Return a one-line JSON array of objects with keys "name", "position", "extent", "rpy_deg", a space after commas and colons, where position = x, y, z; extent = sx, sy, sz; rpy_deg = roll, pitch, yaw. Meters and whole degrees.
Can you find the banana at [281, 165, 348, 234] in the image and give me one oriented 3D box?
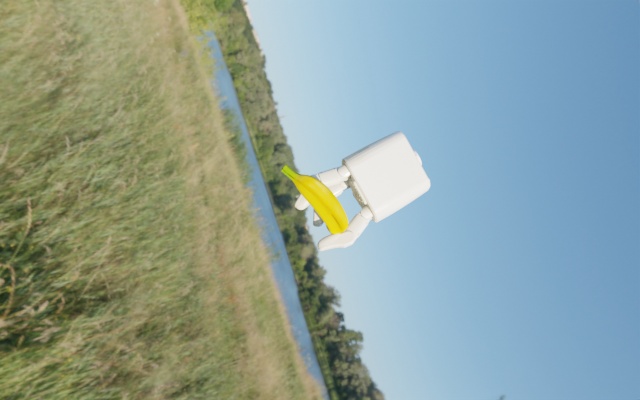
[{"name": "banana", "position": [0.009, 0.011, 0.722], "extent": [0.069, 0.037, 0.198], "rpy_deg": [45, -6, 37]}]
